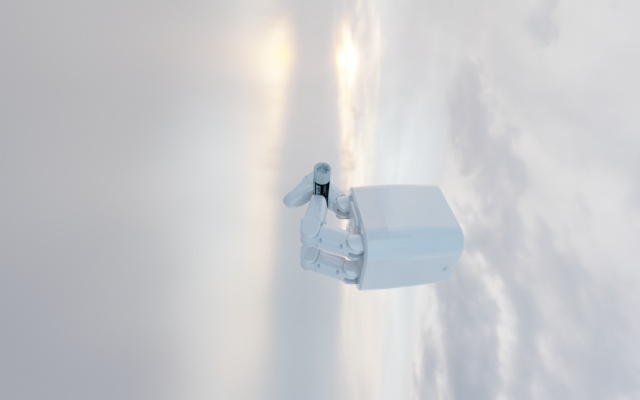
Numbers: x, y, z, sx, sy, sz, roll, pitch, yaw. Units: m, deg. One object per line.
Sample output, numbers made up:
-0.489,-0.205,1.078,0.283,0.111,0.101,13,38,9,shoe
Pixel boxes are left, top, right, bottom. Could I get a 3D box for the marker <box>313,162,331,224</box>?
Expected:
0.000,0.002,0.549,0.020,0.020,0.121,0,-36,-2,marker
